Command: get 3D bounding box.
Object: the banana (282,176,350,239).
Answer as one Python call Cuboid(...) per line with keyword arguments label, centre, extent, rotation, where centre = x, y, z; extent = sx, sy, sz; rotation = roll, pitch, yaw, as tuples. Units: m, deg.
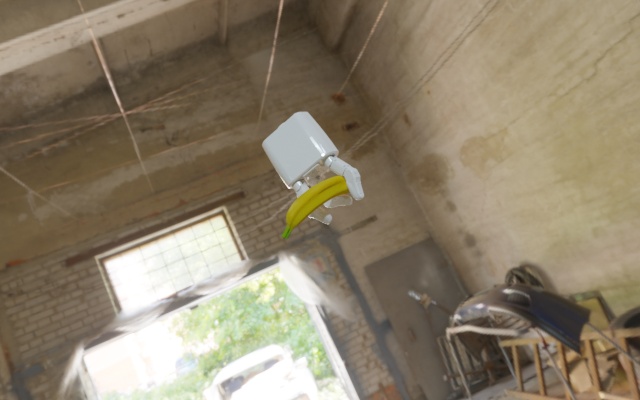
Cuboid(label="banana", centre=(0.003, -0.006, 0.861), extent=(0.197, 0.037, 0.070), rotation=(-33, -19, -34))
